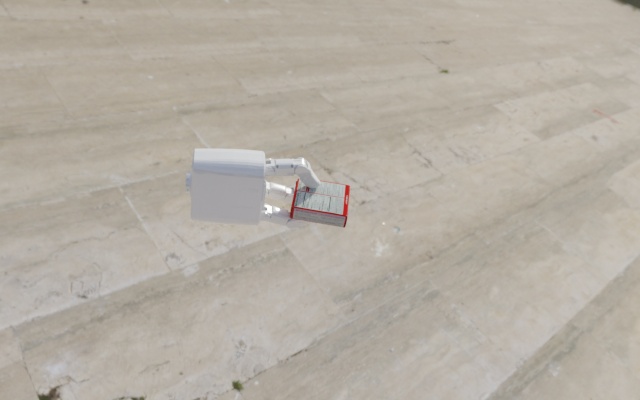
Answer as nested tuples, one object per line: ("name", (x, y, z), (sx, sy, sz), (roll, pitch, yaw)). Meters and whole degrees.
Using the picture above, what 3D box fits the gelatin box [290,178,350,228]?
("gelatin box", (0.001, 0.002, 0.759), (0.089, 0.030, 0.073), (9, 43, -1))
